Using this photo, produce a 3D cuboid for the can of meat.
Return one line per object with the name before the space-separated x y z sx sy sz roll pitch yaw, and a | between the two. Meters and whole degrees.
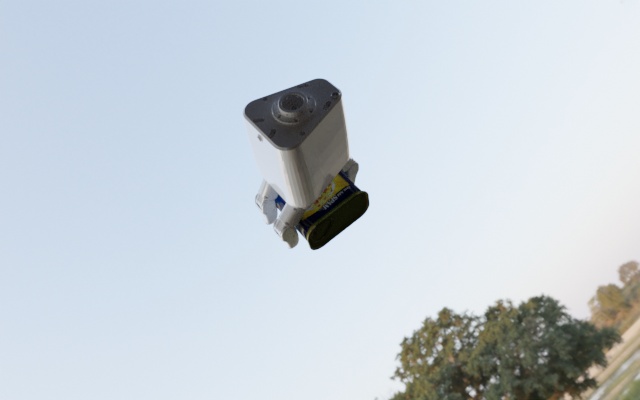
can of meat | 0.000 0.002 0.642 0.102 0.084 0.057 -37 -31 -13
